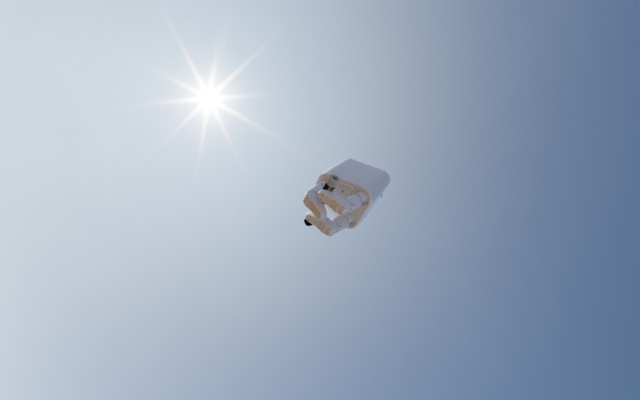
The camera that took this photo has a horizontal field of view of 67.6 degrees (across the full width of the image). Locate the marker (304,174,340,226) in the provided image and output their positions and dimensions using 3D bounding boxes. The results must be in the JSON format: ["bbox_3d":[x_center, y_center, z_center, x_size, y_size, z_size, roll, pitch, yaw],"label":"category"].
[{"bbox_3d":[0.000,0.003,0.856,0.020,0.020,0.121,0,-44,-35],"label":"marker"}]
